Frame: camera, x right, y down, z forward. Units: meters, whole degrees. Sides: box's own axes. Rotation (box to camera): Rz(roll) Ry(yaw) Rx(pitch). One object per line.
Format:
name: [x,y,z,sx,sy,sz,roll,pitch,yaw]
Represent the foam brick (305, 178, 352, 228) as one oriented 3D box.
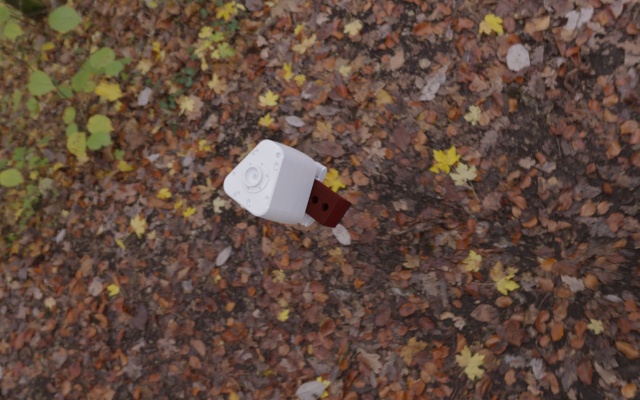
foam brick: [0.000,0.003,0.790,0.078,0.053,0.051,35,7,25]
